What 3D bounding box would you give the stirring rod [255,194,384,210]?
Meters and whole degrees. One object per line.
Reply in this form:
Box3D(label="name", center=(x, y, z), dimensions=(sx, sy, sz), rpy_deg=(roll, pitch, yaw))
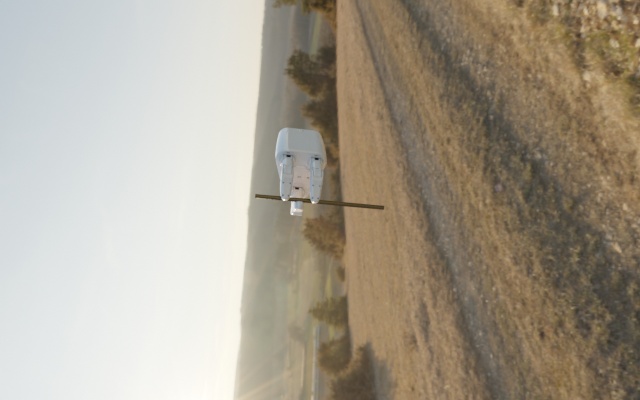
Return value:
Box3D(label="stirring rod", center=(0.000, 0.003, 0.882), dimensions=(0.239, 0.011, 0.011), rpy_deg=(5, -1, -7))
